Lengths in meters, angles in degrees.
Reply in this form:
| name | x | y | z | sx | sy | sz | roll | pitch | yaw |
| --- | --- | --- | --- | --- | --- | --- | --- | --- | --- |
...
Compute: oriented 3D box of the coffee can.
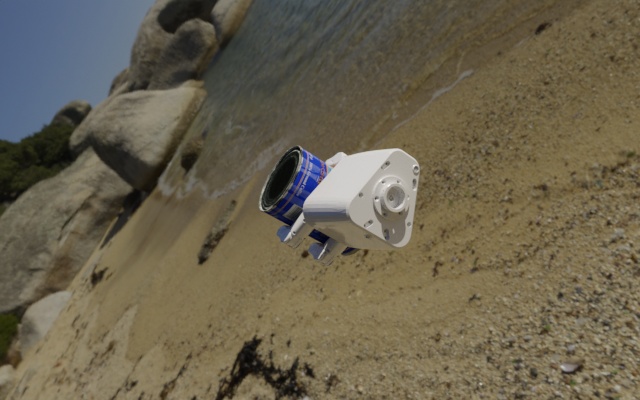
| name | x | y | z | sx | sy | sz | roll | pitch | yaw |
| --- | --- | --- | --- | --- | --- | --- | --- | --- | --- |
| coffee can | 0.000 | 0.002 | 0.669 | 0.140 | 0.103 | 0.103 | 30 | -13 | -23 |
